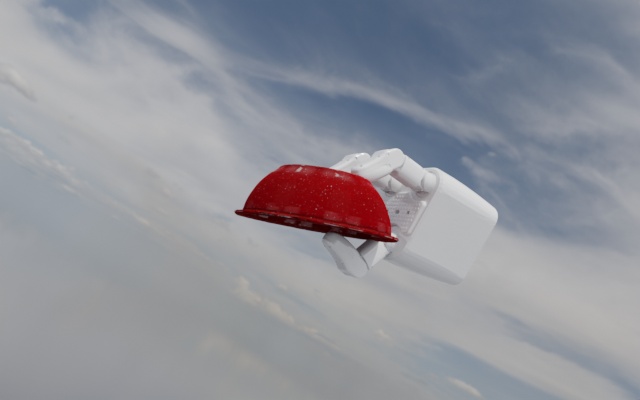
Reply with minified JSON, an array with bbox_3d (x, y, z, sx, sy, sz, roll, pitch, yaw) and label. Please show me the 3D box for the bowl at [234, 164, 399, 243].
[{"bbox_3d":[-0.001,0.001,0.469,0.162,0.055,0.162,10,-6,1],"label":"bowl"}]
